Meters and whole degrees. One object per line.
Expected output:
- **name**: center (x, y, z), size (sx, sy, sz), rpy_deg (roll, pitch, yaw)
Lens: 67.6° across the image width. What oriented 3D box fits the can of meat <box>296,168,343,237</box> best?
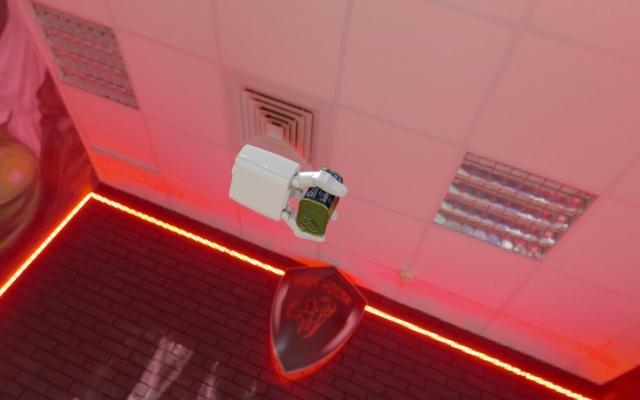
- **can of meat**: center (0.000, 0.003, 0.868), size (0.057, 0.084, 0.102), rpy_deg (21, -36, 8)
